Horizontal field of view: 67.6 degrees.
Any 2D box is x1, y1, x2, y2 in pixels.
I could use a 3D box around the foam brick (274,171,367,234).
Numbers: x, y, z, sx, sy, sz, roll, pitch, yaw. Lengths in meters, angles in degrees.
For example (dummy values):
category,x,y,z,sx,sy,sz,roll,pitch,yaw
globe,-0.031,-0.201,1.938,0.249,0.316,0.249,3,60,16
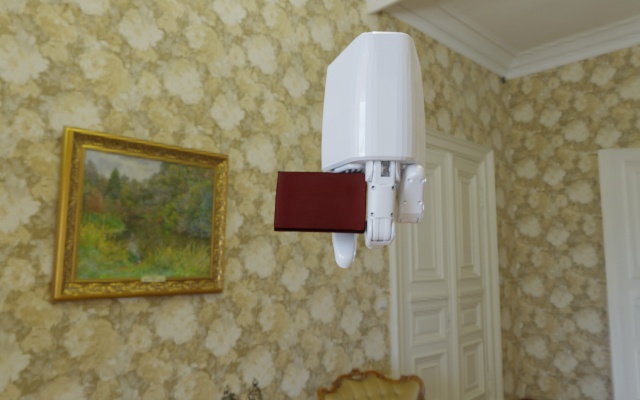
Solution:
category,x,y,z,sx,sy,sz,roll,pitch,yaw
foam brick,0.000,0.001,0.424,0.078,0.051,0.053,1,1,-1
